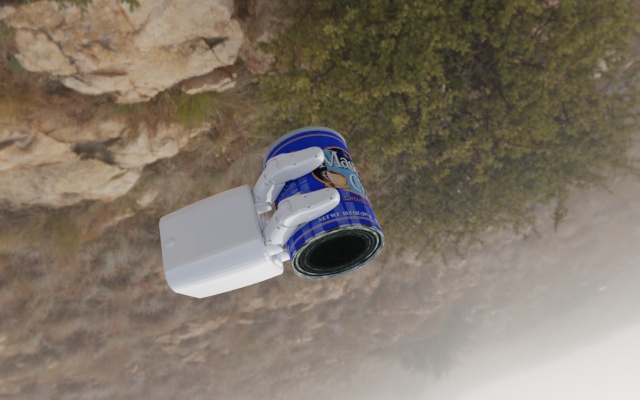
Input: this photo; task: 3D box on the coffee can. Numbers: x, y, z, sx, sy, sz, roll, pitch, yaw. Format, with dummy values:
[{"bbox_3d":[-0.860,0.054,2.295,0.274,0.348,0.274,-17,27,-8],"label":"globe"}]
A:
[{"bbox_3d":[0.000,0.002,0.537,0.103,0.140,0.103,-13,-34,-9],"label":"coffee can"}]
